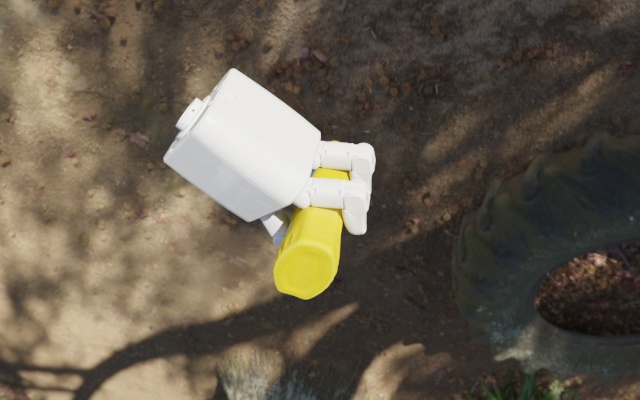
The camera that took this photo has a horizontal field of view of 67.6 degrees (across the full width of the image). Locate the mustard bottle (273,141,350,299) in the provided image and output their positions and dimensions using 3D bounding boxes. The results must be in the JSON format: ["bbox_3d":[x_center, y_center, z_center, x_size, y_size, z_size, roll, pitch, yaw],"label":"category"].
[{"bbox_3d":[0.000,0.002,0.507,0.058,0.191,0.096,18,-44,-4],"label":"mustard bottle"}]
